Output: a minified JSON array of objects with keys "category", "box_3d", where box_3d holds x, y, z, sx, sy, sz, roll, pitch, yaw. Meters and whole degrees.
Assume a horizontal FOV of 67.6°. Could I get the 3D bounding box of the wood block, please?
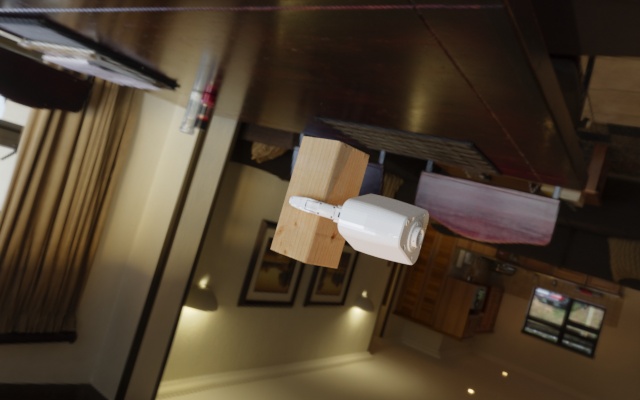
[{"category":"wood block","box_3d":[0.000,0.003,0.830,0.090,0.206,0.091,15,-2,42]}]
